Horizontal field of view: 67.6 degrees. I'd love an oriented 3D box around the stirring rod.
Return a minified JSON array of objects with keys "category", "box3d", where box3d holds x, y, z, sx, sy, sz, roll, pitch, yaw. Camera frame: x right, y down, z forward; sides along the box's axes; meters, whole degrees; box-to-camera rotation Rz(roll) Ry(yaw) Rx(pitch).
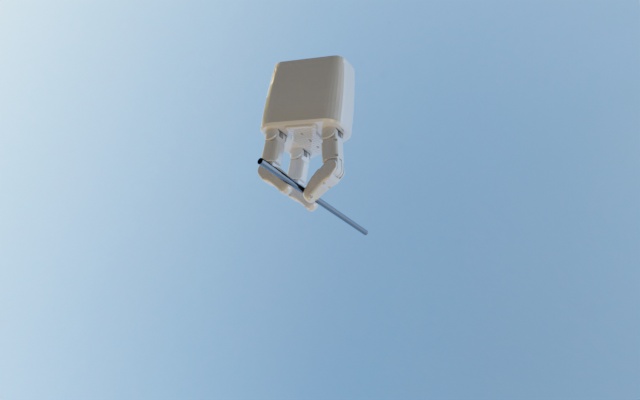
[{"category":"stirring rod","box3d":[0.000,0.002,0.615,0.011,0.011,0.240,0,-22,37]}]
